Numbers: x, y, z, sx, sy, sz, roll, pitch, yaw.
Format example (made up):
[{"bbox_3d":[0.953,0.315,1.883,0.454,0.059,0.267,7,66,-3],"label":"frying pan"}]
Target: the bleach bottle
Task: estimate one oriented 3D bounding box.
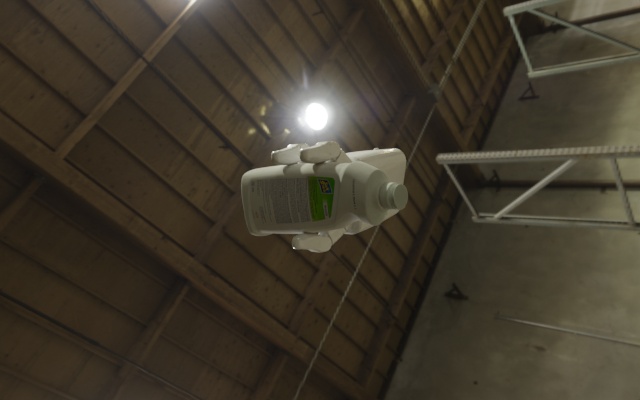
[{"bbox_3d":[0.000,0.002,0.617,0.251,0.102,0.068,1,14,44],"label":"bleach bottle"}]
